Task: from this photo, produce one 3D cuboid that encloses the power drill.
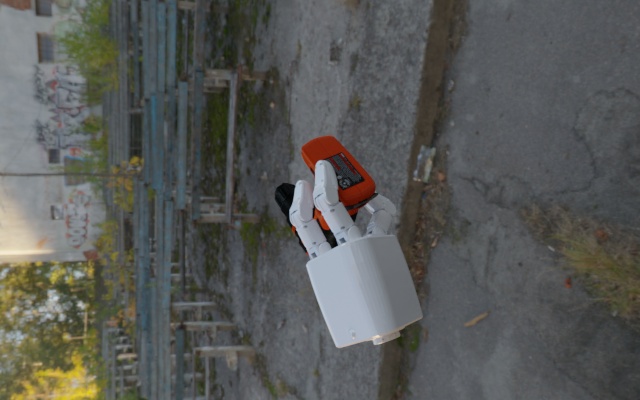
[{"bbox_3d":[0.000,0.002,0.656,0.057,0.184,0.188,-28,-27,-26],"label":"power drill"}]
